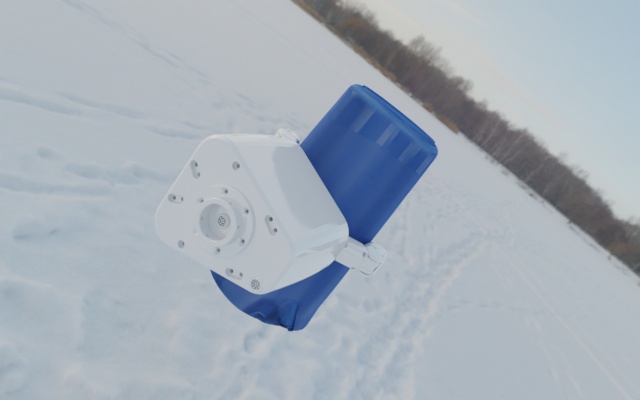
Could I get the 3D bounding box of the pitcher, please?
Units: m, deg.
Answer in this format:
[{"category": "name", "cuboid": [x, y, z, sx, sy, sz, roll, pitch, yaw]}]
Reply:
[{"category": "pitcher", "cuboid": [0.000, 0.002, 0.500, 0.149, 0.243, 0.145, 43, 17, 14]}]
